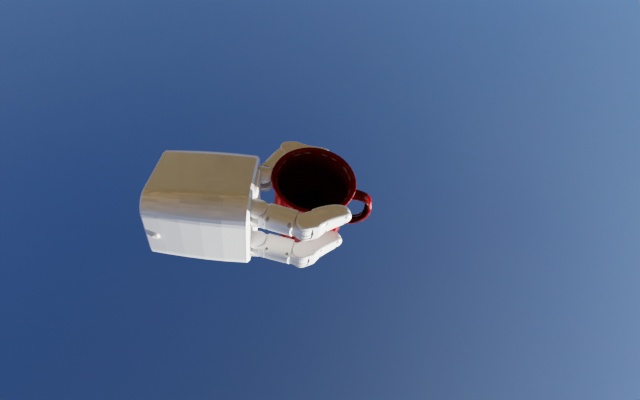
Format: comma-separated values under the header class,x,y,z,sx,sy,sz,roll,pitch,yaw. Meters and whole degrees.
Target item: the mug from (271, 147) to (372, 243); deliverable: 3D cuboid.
class,x,y,z,sx,sy,sz,roll,pitch,yaw
mug,0.002,0.002,0.549,0.117,0.093,0.082,7,-37,-4
